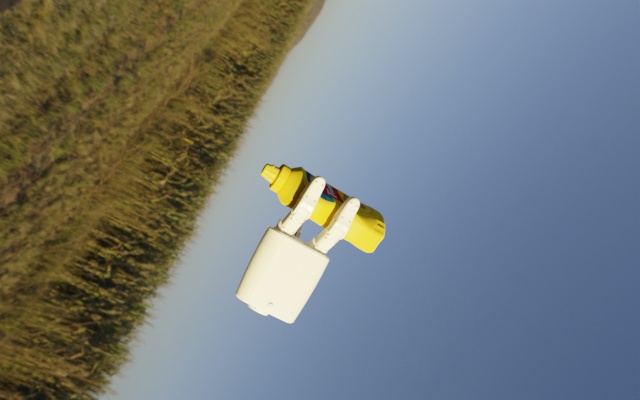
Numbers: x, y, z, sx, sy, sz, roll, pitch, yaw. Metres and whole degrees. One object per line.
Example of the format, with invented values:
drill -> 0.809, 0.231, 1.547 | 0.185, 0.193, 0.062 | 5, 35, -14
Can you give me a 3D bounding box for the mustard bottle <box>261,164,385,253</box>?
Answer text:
mustard bottle -> 0.001, 0.002, 0.693 | 0.192, 0.058, 0.096 | 30, 18, -15
